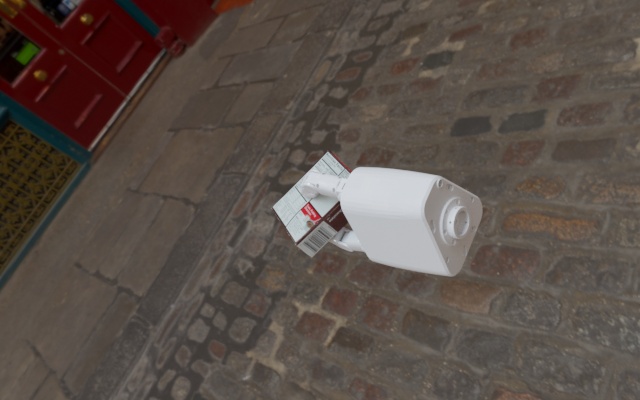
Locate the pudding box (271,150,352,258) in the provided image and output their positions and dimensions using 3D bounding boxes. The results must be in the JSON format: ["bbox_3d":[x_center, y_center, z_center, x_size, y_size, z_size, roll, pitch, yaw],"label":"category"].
[{"bbox_3d":[0.000,0.002,0.606,0.039,0.113,0.090,43,5,-40],"label":"pudding box"}]
